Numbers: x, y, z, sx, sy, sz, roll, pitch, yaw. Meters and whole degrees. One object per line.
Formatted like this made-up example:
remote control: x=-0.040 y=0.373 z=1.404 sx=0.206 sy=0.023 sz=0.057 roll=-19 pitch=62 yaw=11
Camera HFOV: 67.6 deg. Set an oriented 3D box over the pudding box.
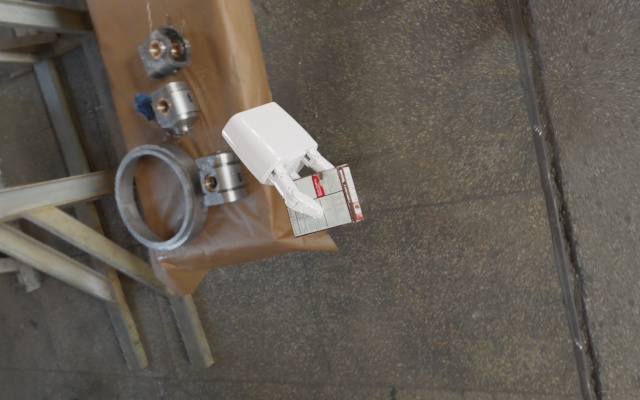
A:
pudding box: x=0.000 y=0.002 z=0.738 sx=0.113 sy=0.090 sz=0.039 roll=-16 pitch=0 yaw=32
